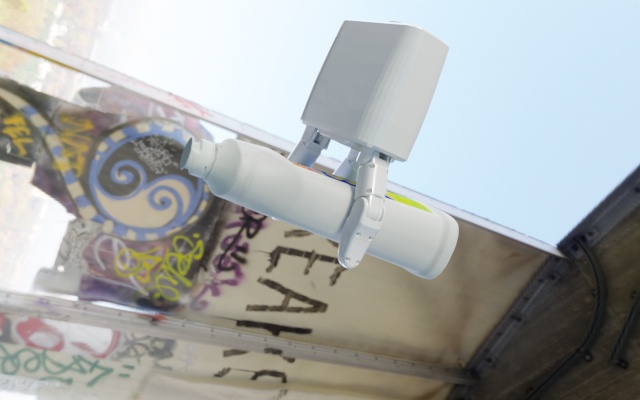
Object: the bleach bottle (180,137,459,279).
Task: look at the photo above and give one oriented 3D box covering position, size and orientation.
[{"bbox_3d":[0.000,0.001,0.434,0.251,0.068,0.102,20,7,-27],"label":"bleach bottle"}]
